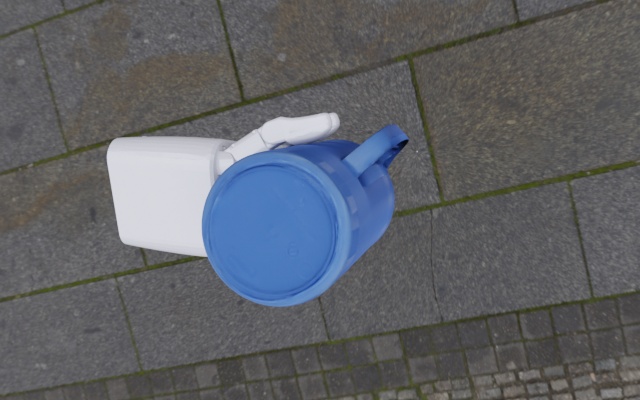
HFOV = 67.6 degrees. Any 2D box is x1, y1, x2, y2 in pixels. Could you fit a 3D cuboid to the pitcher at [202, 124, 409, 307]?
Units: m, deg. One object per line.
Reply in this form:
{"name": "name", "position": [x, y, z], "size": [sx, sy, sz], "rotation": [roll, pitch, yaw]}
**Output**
{"name": "pitcher", "position": [0.000, 0.001, 0.430], "size": [0.145, 0.149, 0.243], "rotation": [4, 7, 12]}
